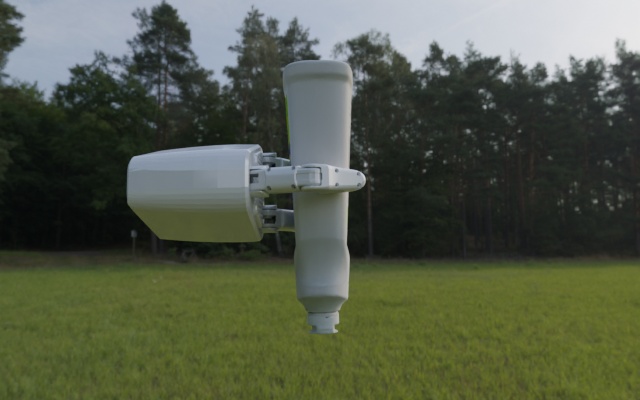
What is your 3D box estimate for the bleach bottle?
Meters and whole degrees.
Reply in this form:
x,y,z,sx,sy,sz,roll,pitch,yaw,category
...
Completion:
x,y,z,sx,sy,sz,roll,pitch,yaw,category
0.000,0.001,0.467,0.068,0.251,0.102,-1,-7,1,bleach bottle
